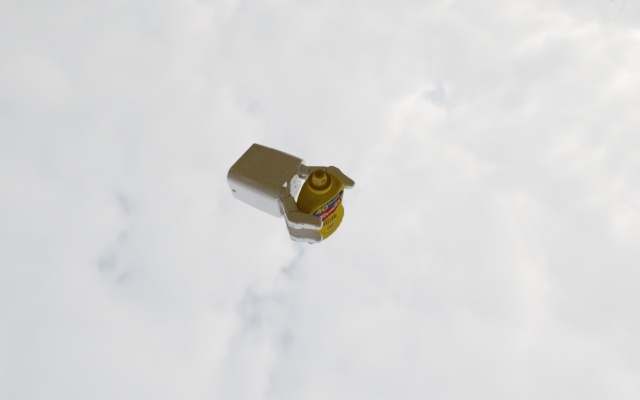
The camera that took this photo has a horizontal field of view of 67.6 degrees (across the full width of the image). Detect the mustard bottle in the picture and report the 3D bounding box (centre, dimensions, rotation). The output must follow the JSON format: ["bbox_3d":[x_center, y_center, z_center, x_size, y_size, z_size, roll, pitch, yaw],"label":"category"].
[{"bbox_3d":[0.000,0.003,0.849,0.096,0.058,0.192,-37,-24,-17],"label":"mustard bottle"}]
